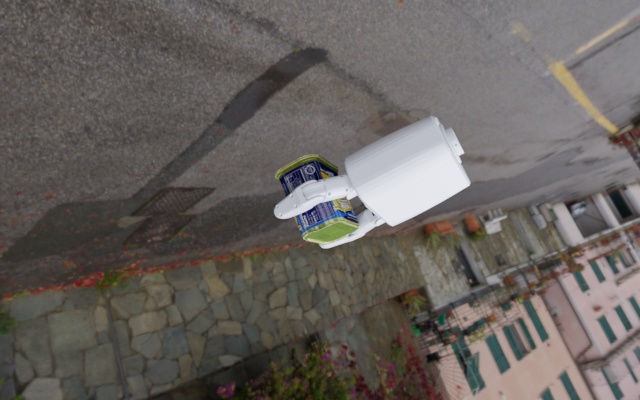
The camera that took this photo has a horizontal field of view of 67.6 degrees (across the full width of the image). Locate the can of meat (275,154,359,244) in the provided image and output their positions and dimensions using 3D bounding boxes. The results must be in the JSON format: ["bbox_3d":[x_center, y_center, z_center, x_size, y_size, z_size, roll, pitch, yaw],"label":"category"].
[{"bbox_3d":[0.000,0.002,0.565,0.057,0.084,0.102,-27,-17,15],"label":"can of meat"}]
